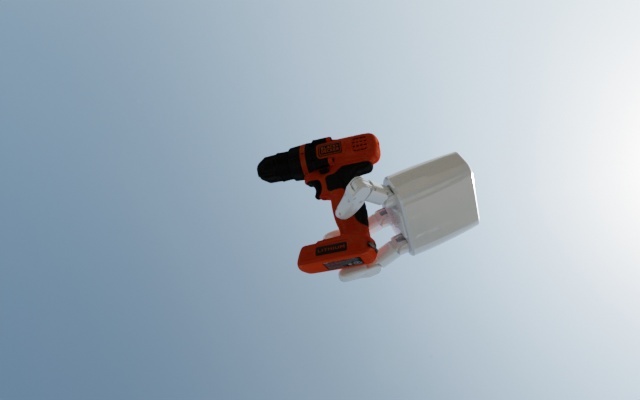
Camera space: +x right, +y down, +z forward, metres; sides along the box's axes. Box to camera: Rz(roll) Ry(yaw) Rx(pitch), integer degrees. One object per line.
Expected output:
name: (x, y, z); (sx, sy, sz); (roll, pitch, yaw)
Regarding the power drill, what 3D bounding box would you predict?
power drill: (0.000, 0.003, 0.663); (0.184, 0.187, 0.057); (-12, -23, 15)
